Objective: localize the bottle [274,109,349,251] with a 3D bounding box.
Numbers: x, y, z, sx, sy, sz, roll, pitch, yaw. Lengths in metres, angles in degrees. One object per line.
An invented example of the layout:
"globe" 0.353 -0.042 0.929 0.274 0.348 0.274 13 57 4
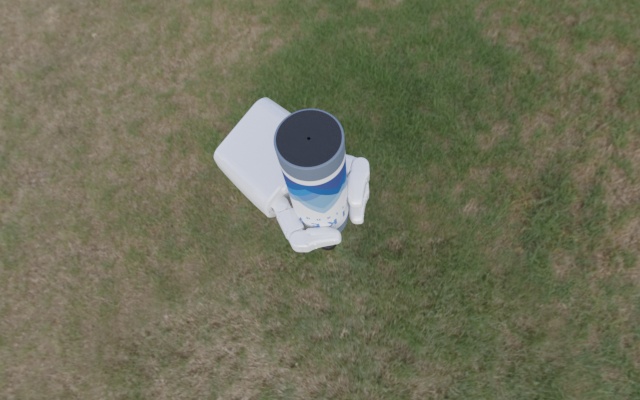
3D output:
"bottle" 0.000 0.002 0.577 0.069 0.069 0.296 0 -24 5
